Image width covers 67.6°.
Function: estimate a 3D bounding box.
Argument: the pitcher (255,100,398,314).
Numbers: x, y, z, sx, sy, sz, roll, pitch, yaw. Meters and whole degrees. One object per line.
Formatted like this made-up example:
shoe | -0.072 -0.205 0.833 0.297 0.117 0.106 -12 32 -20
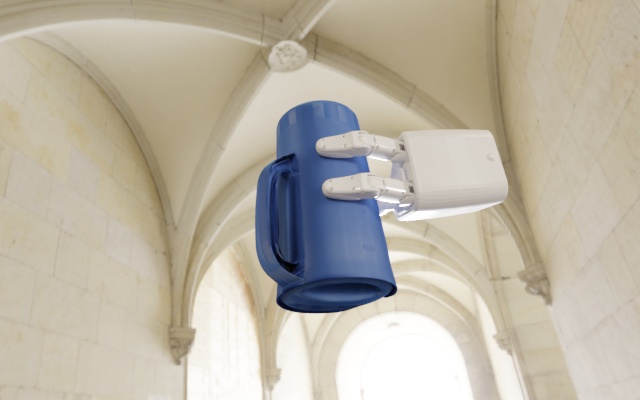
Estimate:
pitcher | 0.000 0.002 0.564 0.145 0.242 0.149 -5 -27 -3
